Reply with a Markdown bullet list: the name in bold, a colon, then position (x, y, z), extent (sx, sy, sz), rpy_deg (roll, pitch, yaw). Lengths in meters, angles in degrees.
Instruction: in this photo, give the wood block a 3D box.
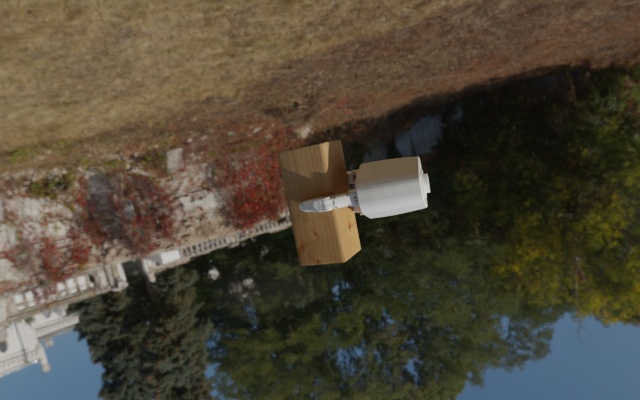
- **wood block**: position (0.000, 0.003, 0.855), extent (0.090, 0.206, 0.091), rpy_deg (-8, 7, 25)
